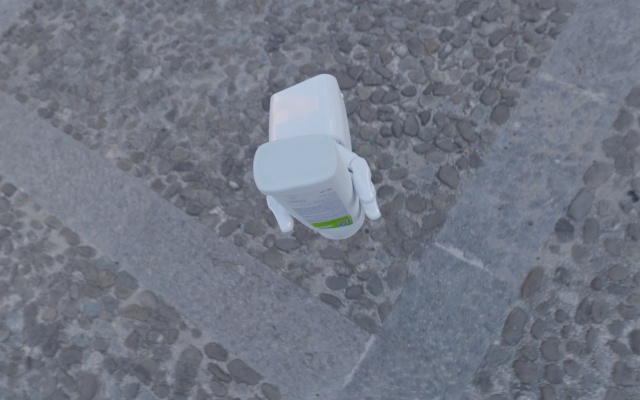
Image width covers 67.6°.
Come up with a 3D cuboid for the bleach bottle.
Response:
[{"bbox_3d":[0.000,0.002,0.645,0.102,0.068,0.251,-9,-24,10],"label":"bleach bottle"}]
